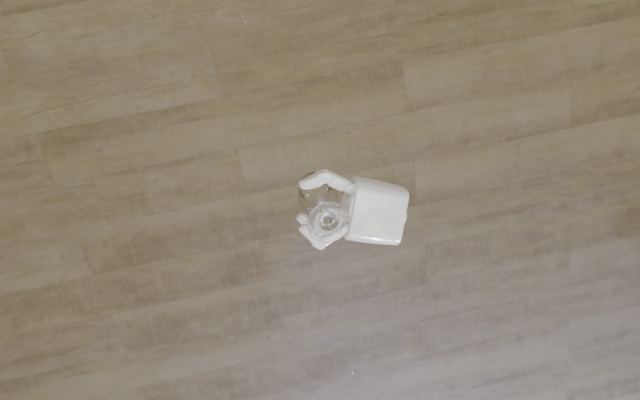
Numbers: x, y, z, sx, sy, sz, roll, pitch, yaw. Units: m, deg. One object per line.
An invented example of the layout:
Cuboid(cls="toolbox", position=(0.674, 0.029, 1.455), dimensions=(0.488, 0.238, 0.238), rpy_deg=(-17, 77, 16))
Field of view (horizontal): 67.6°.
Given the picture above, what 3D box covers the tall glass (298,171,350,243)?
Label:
Cuboid(cls="tall glass", position=(0.000, 0.003, 0.893), dimensions=(0.079, 0.079, 0.201), rpy_deg=(0, 20, -9))
